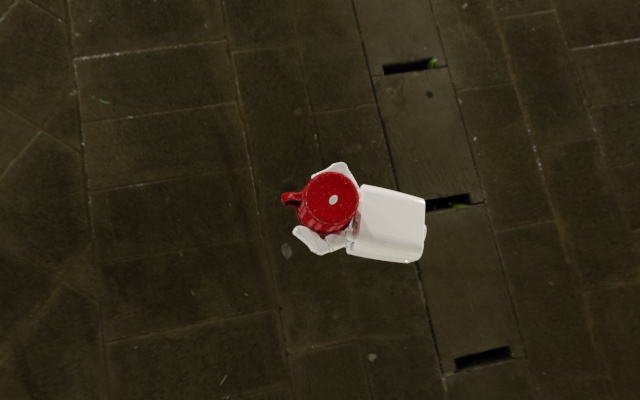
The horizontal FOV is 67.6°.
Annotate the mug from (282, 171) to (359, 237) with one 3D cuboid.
[{"bbox_3d":[-0.001,0.002,0.718,0.117,0.093,0.081,10,-13,-5],"label":"mug"}]
